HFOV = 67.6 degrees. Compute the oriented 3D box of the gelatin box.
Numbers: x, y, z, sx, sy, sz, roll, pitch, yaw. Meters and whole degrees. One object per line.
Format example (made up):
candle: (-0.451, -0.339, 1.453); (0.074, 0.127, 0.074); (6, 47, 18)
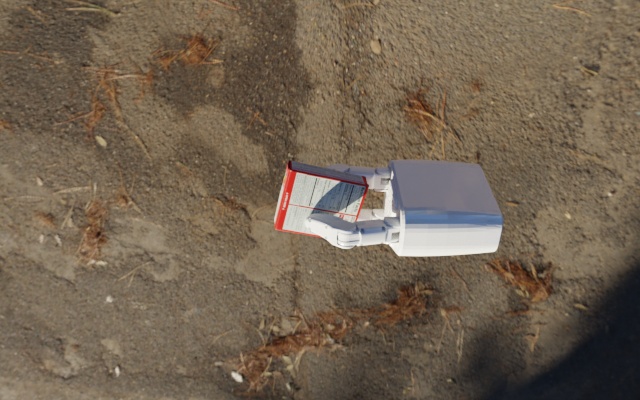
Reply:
gelatin box: (0.000, 0.002, 0.521); (0.089, 0.073, 0.030); (10, 26, -12)
